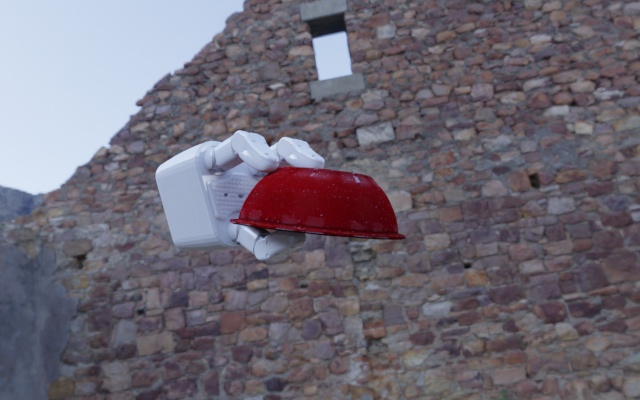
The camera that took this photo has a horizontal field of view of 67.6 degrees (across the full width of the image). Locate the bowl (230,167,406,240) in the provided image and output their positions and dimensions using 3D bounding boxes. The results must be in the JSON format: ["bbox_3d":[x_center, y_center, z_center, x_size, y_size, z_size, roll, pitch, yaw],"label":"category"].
[{"bbox_3d":[0.001,0.001,0.442,0.162,0.055,0.162,6,-1,0],"label":"bowl"}]
